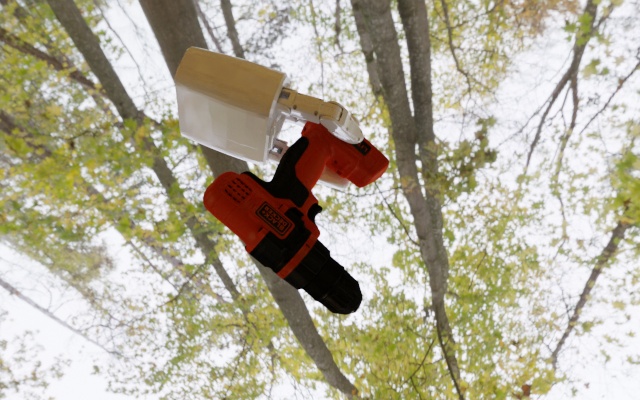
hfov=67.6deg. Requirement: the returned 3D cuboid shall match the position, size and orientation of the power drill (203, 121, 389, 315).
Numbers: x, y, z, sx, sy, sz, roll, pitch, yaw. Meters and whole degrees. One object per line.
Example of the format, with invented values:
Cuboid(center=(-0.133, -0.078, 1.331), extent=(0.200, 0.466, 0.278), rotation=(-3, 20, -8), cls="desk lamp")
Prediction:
Cuboid(center=(0.000, 0.001, 0.498), extent=(0.187, 0.184, 0.057), rotation=(-52, 6, -39), cls="power drill")
